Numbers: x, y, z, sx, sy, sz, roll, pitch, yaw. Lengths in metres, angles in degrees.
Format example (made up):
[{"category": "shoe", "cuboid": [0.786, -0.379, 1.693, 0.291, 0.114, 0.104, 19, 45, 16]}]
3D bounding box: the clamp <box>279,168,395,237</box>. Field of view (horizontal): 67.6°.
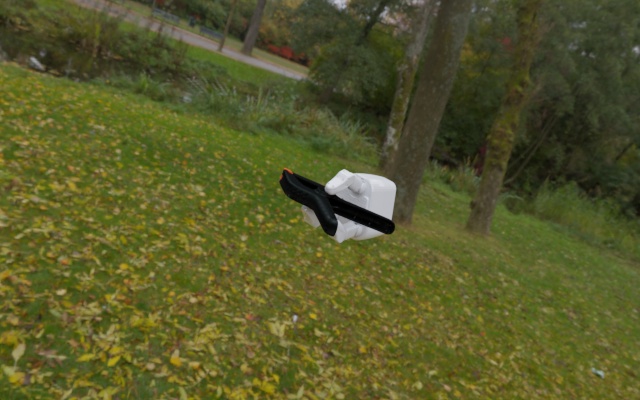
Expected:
[{"category": "clamp", "cuboid": [0.000, 0.002, 0.765, 0.210, 0.036, 0.164, 31, 17, 30]}]
